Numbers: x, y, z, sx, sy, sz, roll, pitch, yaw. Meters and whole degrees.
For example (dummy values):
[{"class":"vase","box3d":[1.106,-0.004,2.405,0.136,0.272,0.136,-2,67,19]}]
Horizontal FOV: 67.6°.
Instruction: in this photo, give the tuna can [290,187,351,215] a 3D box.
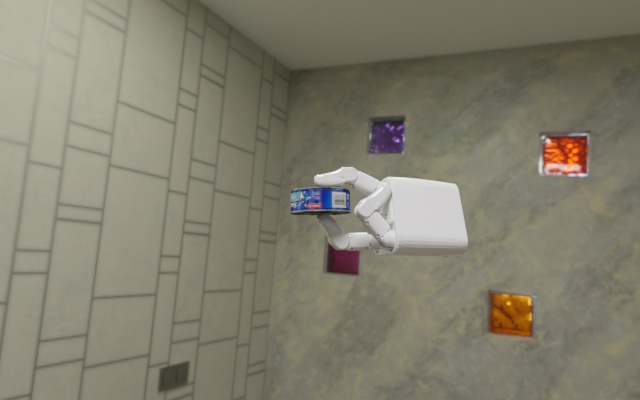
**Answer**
[{"class":"tuna can","box3d":[0.000,0.002,0.677,0.086,0.033,0.086,-1,-5,0]}]
